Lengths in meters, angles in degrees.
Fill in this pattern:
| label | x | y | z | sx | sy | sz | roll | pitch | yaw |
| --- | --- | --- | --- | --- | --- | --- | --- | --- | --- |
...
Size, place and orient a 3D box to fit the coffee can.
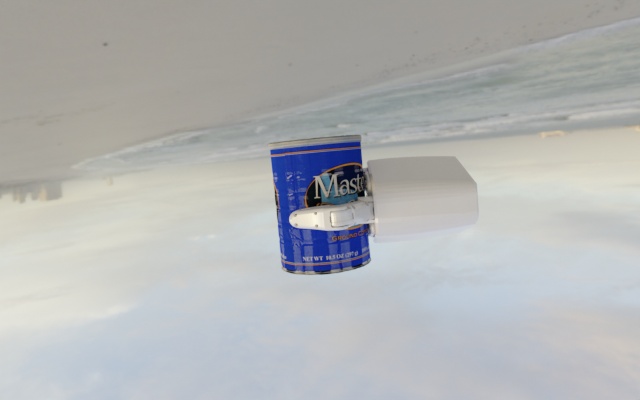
| label | x | y | z | sx | sy | sz | roll | pitch | yaw |
| --- | --- | --- | --- | --- | --- | --- | --- | --- | --- |
| coffee can | 0.000 | 0.002 | 0.533 | 0.103 | 0.140 | 0.103 | -5 | 6 | 1 |
